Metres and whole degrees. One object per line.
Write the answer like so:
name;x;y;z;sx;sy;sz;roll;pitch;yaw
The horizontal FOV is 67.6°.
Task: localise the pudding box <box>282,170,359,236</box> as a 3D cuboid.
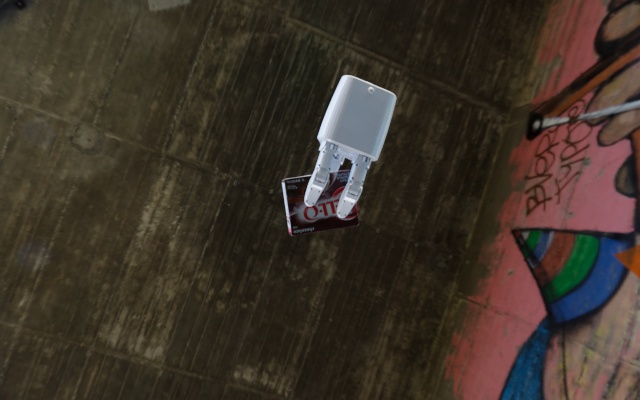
pudding box;0.000;0.002;0.758;0.113;0.090;0.039;-8;5;-9
